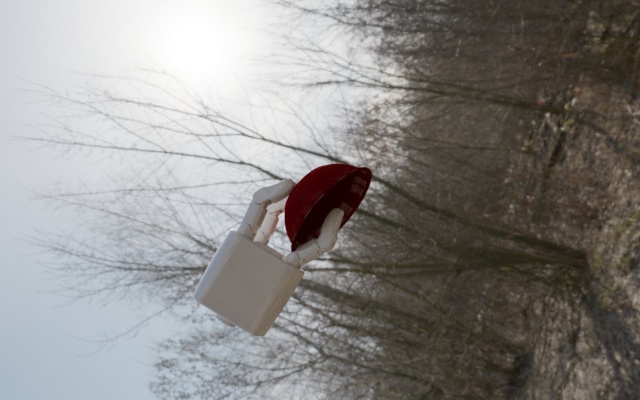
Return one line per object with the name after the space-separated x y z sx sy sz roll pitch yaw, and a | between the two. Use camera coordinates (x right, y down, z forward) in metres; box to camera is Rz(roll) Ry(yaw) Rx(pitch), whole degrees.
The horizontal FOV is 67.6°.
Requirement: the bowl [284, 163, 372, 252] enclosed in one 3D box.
0.001 0.001 0.682 0.055 0.162 0.162 42 17 20 | bowl
